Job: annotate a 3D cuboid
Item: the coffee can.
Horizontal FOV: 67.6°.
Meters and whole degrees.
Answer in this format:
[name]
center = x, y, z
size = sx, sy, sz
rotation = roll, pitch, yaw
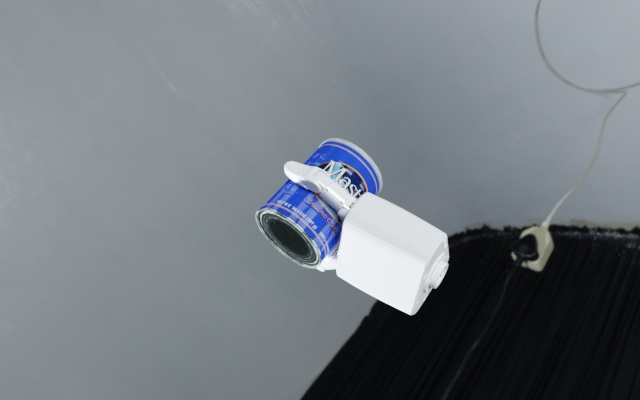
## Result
[coffee can]
center = 0.000, 0.002, 0.618
size = 0.103, 0.103, 0.140
rotation = 0, 42, 53
